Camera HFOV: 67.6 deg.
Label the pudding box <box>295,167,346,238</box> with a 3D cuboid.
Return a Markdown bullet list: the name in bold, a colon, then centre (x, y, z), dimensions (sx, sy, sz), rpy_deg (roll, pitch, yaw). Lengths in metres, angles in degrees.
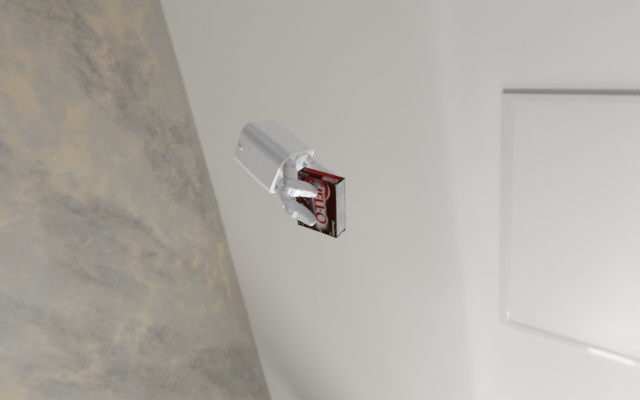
- **pudding box**: centre (0.000, 0.003, 0.865), dimensions (0.090, 0.114, 0.039), rpy_deg (18, 37, 32)
